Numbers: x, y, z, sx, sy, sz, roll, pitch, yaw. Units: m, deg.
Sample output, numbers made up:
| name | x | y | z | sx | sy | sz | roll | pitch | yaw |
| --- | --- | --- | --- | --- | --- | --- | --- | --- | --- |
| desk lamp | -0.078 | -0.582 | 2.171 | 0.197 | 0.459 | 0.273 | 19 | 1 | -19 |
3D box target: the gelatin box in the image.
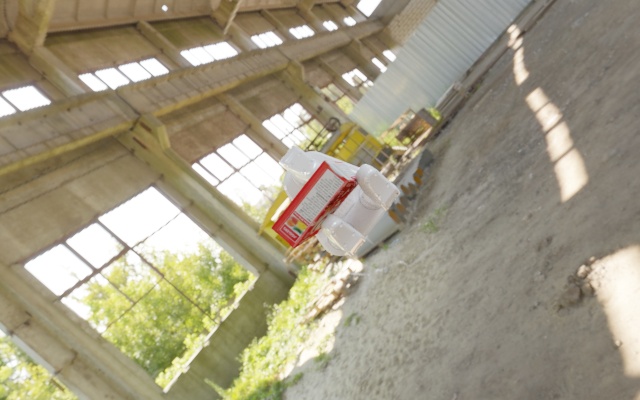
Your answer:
| name | x | y | z | sx | sy | sz | roll | pitch | yaw |
| --- | --- | --- | --- | --- | --- | --- | --- | --- | --- |
| gelatin box | 0.000 | 0.001 | 0.427 | 0.030 | 0.073 | 0.089 | 41 | 10 | 7 |
